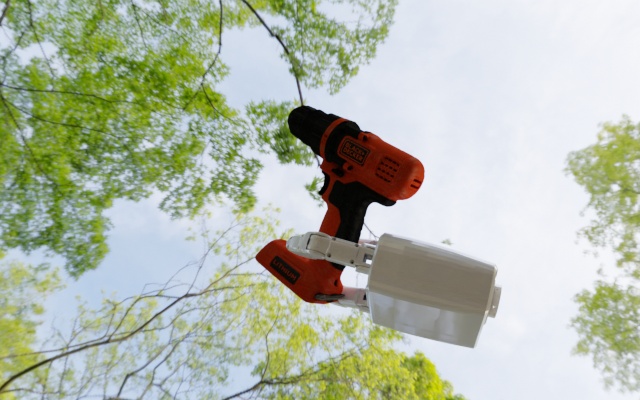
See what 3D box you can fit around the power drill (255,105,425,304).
[{"bbox_3d":[0.000,0.002,0.522,0.184,0.188,0.057,34,14,37],"label":"power drill"}]
